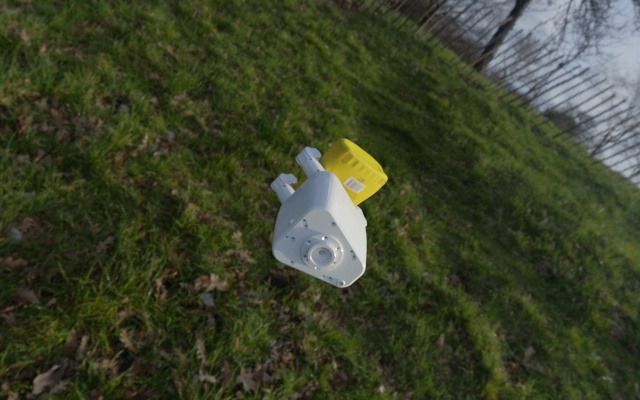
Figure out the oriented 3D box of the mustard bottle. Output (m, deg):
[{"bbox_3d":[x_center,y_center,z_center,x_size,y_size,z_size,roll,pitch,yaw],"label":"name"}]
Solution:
[{"bbox_3d":[0.000,0.002,0.703,0.096,0.192,0.058,30,25,-38],"label":"mustard bottle"}]
